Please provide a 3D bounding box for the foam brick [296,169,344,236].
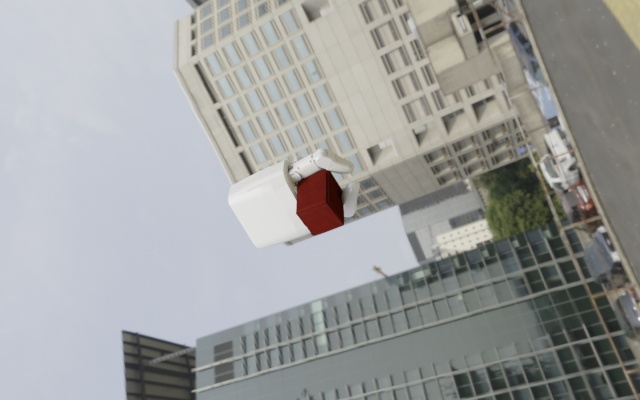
[{"bbox_3d":[0.000,0.002,0.691,0.051,0.053,0.078,-21,38,18],"label":"foam brick"}]
